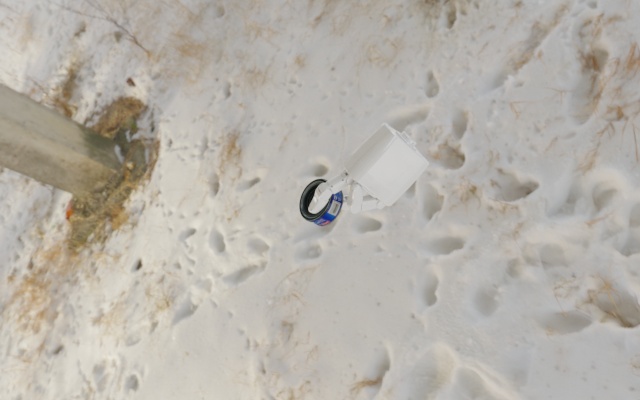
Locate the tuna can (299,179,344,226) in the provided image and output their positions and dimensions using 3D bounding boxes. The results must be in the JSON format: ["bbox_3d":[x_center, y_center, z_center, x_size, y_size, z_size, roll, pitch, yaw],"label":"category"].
[{"bbox_3d":[0.000,0.003,0.895,0.086,0.086,0.034,0,-18,46],"label":"tuna can"}]
